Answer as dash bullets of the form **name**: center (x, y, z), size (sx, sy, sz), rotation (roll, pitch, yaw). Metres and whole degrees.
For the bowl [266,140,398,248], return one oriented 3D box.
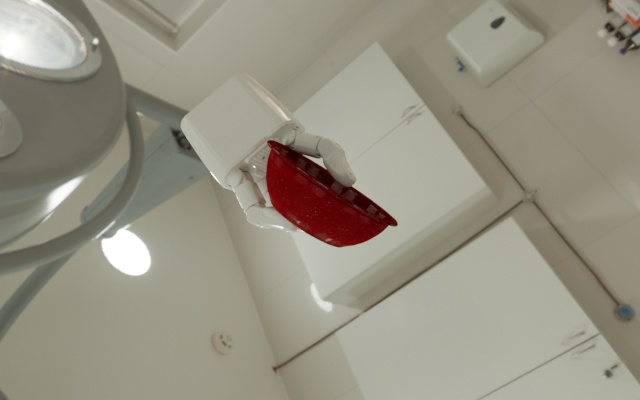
- **bowl**: center (0.001, 0.003, 0.504), size (0.162, 0.055, 0.162), rotation (32, 8, -5)
